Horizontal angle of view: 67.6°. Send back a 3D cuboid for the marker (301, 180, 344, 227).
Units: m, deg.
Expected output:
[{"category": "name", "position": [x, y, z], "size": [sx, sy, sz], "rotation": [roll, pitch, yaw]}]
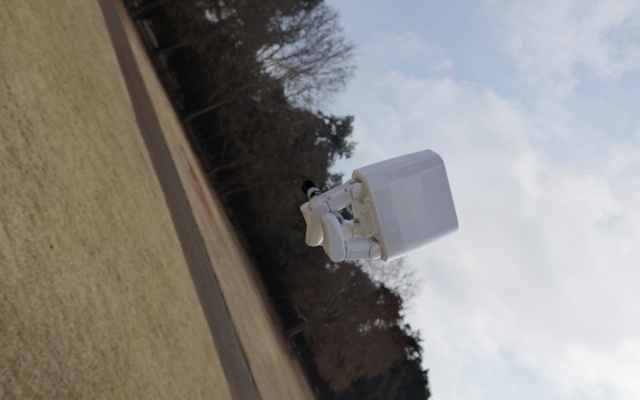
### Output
[{"category": "marker", "position": [0.000, 0.002, 0.613], "size": [0.020, 0.020, 0.121], "rotation": [0, 23, -21]}]
